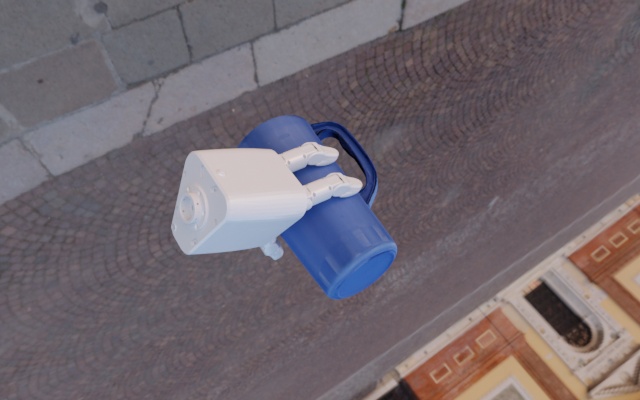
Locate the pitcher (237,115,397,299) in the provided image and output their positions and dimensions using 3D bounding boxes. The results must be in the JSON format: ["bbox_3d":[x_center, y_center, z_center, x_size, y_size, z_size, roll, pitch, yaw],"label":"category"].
[{"bbox_3d":[0.000,0.002,0.647,0.145,0.149,0.242,-2,46,-49],"label":"pitcher"}]
